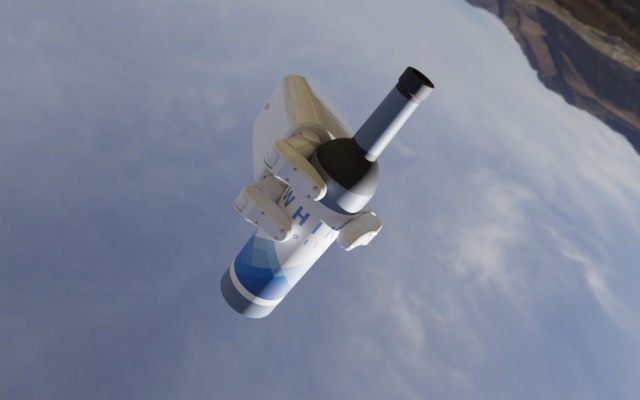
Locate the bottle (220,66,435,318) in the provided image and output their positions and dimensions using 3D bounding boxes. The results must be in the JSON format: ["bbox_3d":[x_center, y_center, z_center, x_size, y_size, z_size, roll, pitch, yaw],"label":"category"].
[{"bbox_3d":[0.000,0.002,0.451,0.069,0.069,0.296,0,-43,-48],"label":"bottle"}]
